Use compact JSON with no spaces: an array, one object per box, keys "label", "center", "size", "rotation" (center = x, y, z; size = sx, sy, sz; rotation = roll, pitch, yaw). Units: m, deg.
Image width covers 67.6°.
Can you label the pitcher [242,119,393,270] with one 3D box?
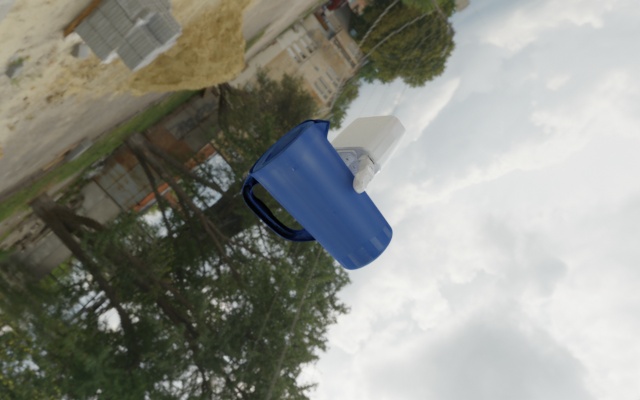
[{"label":"pitcher","center":[0.000,0.002,0.784],"size":[0.149,0.243,0.145],"rotation":[-18,27,53]}]
